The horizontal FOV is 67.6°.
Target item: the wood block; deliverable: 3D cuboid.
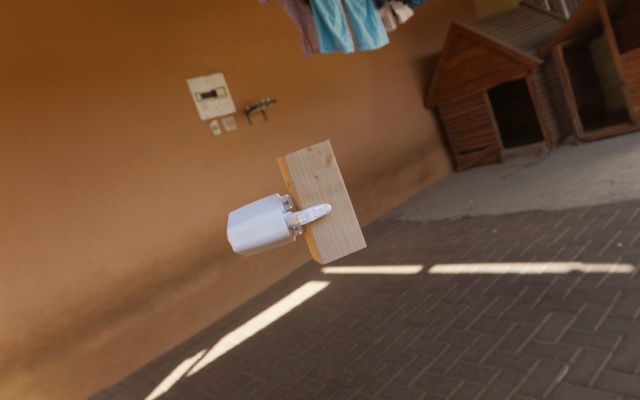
[{"bbox_3d":[0.000,0.003,0.887,0.090,0.206,0.091,-21,5,-11],"label":"wood block"}]
